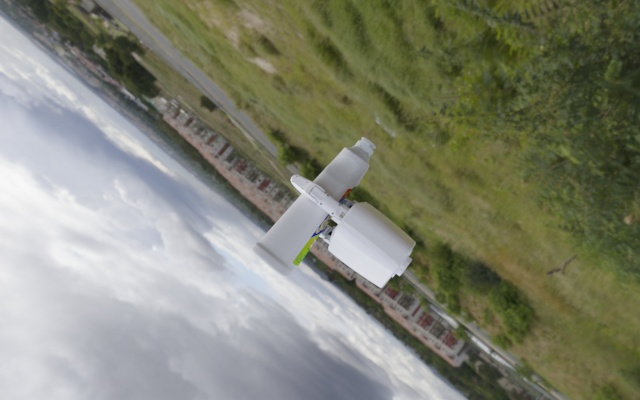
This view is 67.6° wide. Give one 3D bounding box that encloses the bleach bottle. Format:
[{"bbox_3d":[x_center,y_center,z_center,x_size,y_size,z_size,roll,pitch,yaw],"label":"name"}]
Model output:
[{"bbox_3d":[0.000,0.002,0.748,0.068,0.251,0.102,37,-7,11],"label":"bleach bottle"}]
